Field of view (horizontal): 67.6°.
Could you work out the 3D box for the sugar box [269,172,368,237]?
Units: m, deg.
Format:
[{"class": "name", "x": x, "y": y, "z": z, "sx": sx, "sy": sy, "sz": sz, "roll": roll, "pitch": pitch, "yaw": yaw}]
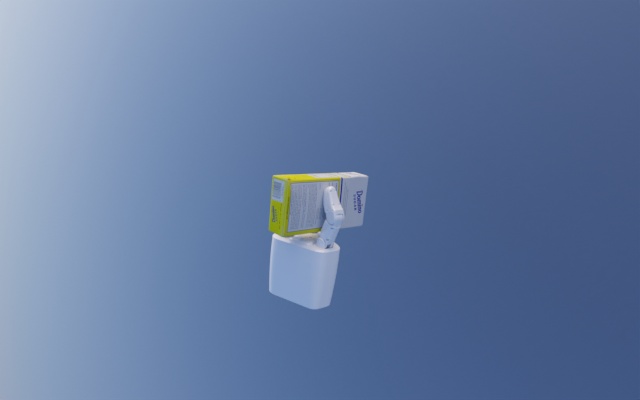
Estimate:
[{"class": "sugar box", "x": 0.000, "y": 0.003, "z": 0.792, "sx": 0.176, "sy": 0.093, "sz": 0.048, "roll": -5, "pitch": 17, "yaw": -43}]
